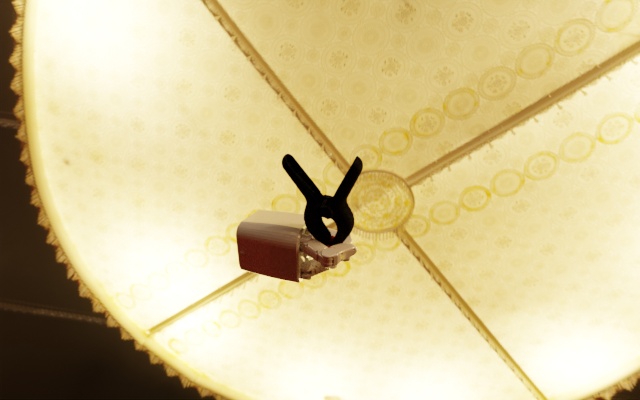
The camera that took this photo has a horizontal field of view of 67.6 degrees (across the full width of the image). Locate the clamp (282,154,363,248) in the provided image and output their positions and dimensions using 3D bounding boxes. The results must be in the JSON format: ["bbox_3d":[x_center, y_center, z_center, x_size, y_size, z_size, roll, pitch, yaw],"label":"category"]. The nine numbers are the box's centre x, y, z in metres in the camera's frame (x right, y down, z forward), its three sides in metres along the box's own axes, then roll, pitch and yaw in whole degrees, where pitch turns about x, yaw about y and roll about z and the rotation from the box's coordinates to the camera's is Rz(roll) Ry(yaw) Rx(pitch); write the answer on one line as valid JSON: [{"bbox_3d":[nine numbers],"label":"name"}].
[{"bbox_3d":[0.000,0.002,0.716,0.120,0.172,0.039,15,33,20],"label":"clamp"}]
